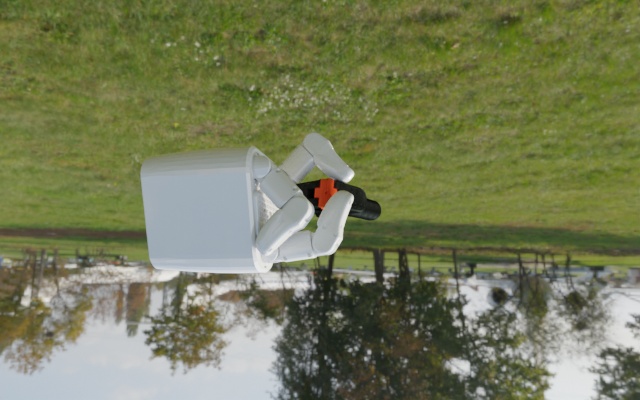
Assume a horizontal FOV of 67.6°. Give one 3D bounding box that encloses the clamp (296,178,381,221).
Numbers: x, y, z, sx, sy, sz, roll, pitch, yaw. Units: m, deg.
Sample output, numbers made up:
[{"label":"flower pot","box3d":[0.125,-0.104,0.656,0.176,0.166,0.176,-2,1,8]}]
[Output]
[{"label":"clamp","box3d":[0.000,0.002,0.522,0.120,0.039,0.171,-4,-10,11]}]
